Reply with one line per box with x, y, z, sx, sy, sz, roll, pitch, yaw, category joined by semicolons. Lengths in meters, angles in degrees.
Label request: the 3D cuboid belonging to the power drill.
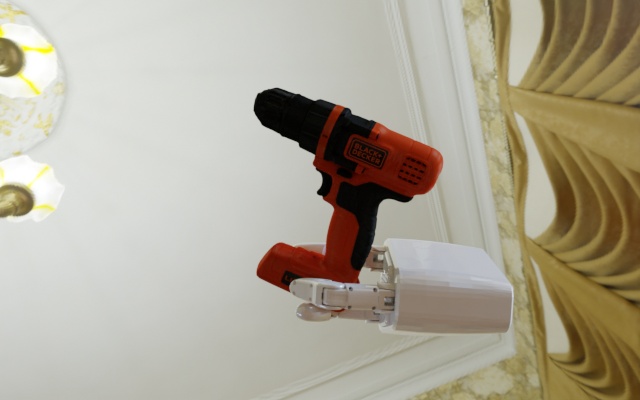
0.000;0.002;0.464;0.184;0.188;0.057;24;22;8;power drill
